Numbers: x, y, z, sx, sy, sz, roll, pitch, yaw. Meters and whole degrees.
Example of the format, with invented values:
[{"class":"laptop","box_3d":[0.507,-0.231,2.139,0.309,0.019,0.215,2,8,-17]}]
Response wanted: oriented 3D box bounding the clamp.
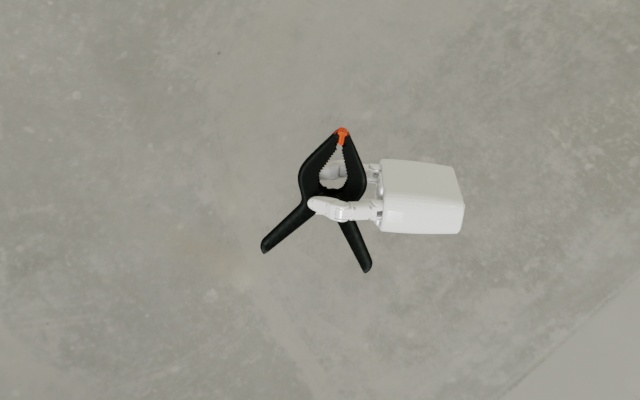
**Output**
[{"class":"clamp","box_3d":[0.000,0.002,0.663,0.164,0.210,0.036,4,22,0]}]
